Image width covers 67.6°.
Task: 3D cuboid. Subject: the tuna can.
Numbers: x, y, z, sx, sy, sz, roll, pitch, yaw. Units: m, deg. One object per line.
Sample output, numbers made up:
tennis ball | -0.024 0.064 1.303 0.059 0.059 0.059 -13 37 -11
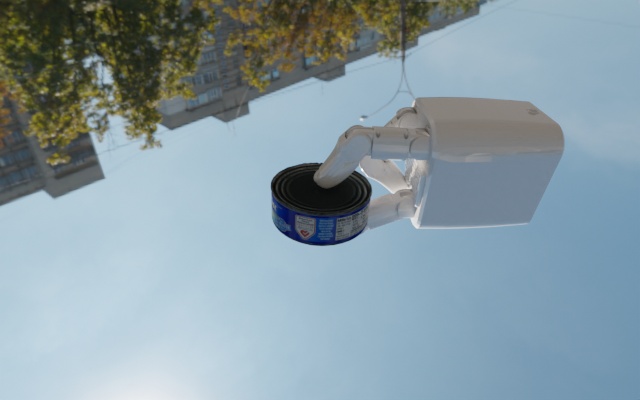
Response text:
tuna can | 0.000 0.002 0.411 0.086 0.034 0.086 3 32 -2
